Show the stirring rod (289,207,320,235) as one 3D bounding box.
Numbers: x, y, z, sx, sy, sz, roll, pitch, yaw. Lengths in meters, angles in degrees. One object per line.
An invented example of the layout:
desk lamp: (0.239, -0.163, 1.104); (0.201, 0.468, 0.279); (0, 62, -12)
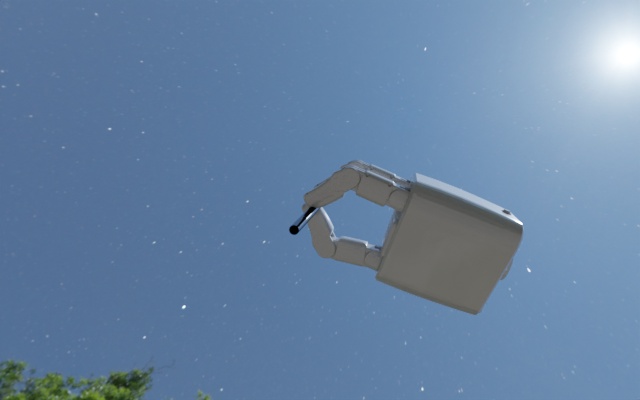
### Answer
stirring rod: (0.000, 0.002, 0.493); (0.011, 0.011, 0.239); (0, 10, 10)
